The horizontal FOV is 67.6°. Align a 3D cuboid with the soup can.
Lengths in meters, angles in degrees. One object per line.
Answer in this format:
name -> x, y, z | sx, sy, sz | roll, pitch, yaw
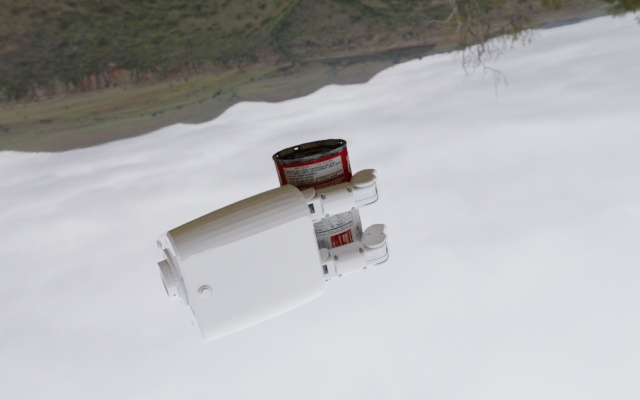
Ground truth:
soup can -> 0.000, 0.002, 0.438 | 0.068, 0.102, 0.068 | -11, 17, 3
